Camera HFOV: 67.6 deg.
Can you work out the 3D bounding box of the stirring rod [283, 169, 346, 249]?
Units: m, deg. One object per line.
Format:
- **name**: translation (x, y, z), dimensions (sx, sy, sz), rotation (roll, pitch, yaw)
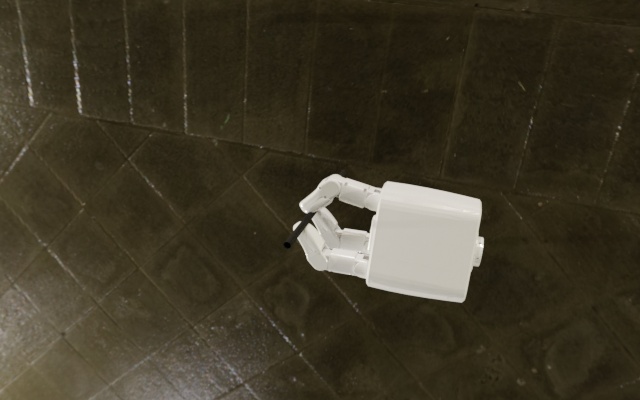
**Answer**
- **stirring rod**: translation (0.000, 0.002, 0.587), dimensions (0.011, 0.011, 0.239), rotation (0, 21, 18)
